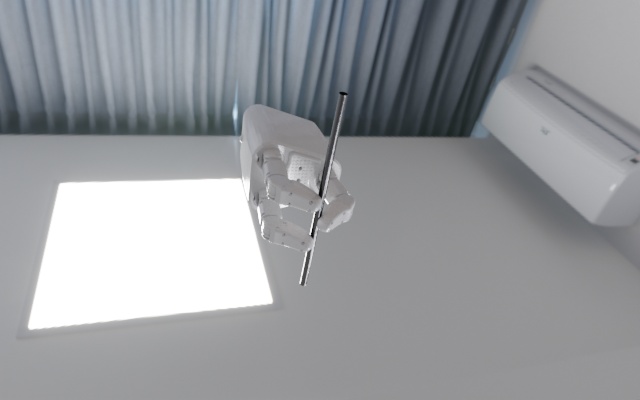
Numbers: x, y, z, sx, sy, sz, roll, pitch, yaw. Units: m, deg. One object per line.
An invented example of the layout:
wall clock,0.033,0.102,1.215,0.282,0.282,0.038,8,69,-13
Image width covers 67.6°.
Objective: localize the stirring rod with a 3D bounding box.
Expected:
stirring rod,0.000,0.001,0.492,0.011,0.240,0.011,8,36,-6
